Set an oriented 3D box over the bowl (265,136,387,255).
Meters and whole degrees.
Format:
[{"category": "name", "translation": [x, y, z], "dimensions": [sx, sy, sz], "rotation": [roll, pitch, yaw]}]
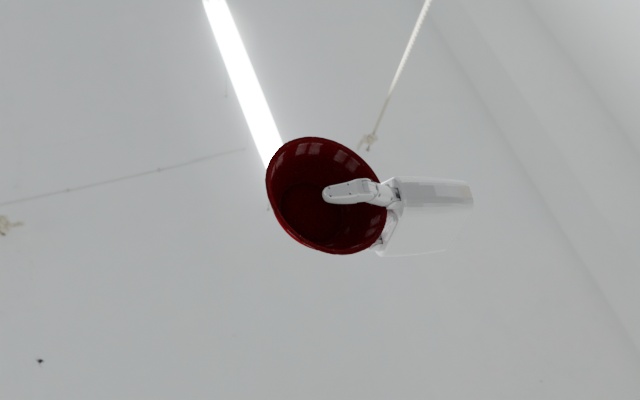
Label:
[{"category": "bowl", "translation": [-0.001, 0.002, 0.592], "dimensions": [0.162, 0.162, 0.055], "rotation": [0, -28, -28]}]
